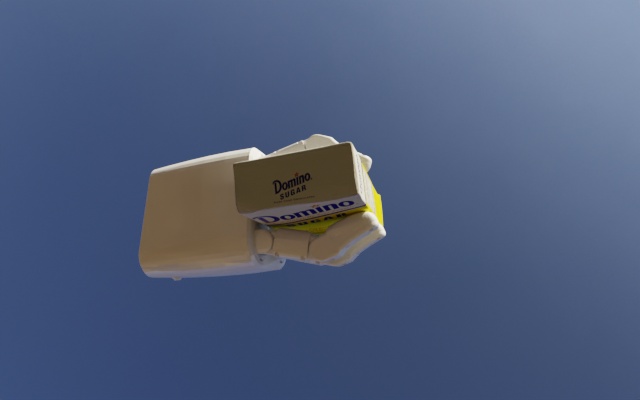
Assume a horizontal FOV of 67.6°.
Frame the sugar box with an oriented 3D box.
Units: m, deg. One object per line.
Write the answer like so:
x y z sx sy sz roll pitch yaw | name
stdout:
0.000 0.002 0.421 0.093 0.048 0.176 -9 -11 12 | sugar box
